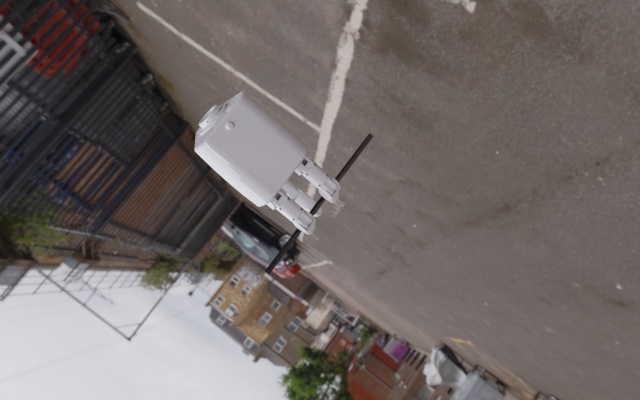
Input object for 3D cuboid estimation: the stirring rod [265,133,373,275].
[{"bbox_3d":[0.000,0.002,0.658,0.011,0.239,0.011,36,-9,6],"label":"stirring rod"}]
